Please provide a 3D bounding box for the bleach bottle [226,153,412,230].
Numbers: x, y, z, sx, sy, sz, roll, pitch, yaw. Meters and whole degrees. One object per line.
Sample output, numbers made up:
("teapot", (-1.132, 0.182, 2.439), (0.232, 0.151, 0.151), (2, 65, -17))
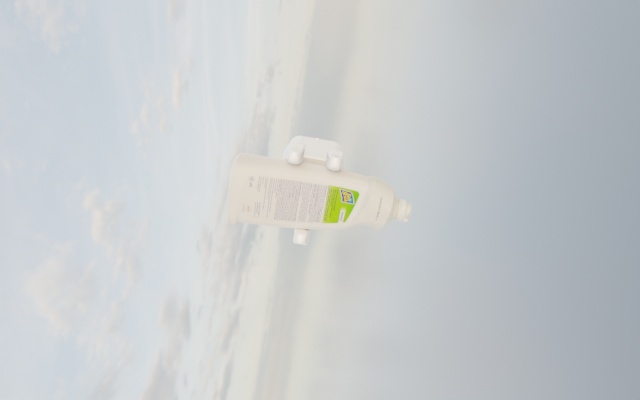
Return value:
("bleach bottle", (0.000, 0.002, 0.672), (0.251, 0.103, 0.068), (10, 26, -2))
